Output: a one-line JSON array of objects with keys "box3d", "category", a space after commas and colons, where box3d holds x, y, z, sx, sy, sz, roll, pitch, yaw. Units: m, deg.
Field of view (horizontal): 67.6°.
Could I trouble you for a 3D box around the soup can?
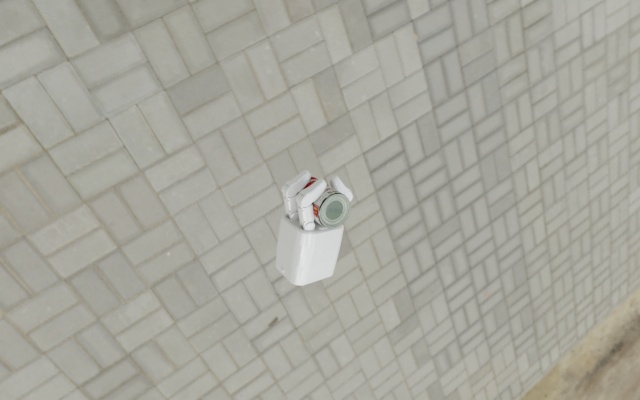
[{"box3d": [0.000, 0.002, 0.870, 0.068, 0.068, 0.102, 0, 19, -32], "category": "soup can"}]
